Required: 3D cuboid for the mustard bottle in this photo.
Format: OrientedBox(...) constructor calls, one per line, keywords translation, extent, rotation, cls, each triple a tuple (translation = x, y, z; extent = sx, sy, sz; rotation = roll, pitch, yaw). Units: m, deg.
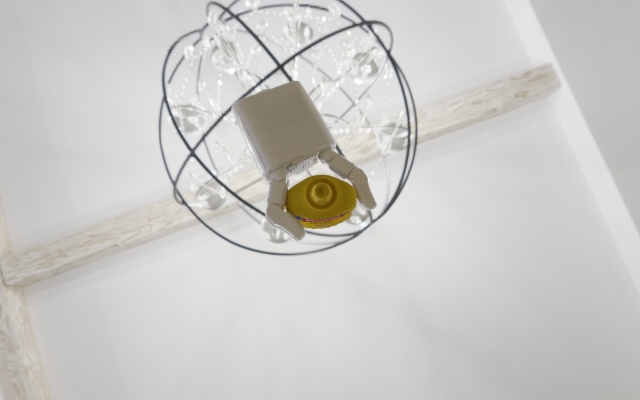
OrientedBox(translation=(0.000, 0.003, 0.652), extent=(0.096, 0.058, 0.192), rotation=(-3, -9, -1), cls="mustard bottle")
